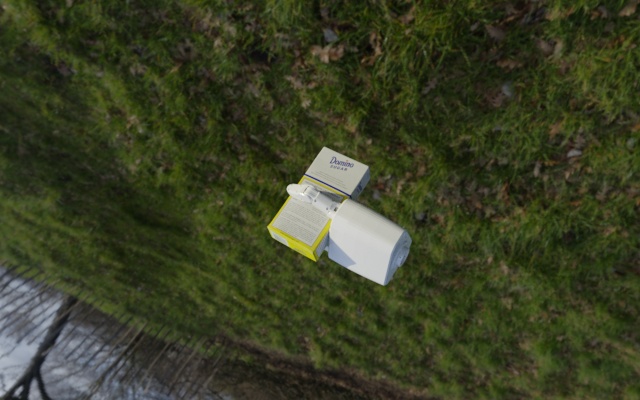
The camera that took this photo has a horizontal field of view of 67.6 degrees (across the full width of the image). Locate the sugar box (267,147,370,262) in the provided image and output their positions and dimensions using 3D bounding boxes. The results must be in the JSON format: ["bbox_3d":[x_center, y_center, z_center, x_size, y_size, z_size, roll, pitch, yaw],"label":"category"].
[{"bbox_3d":[0.000,0.003,0.791,0.093,0.176,0.048,27,-23,21],"label":"sugar box"}]
